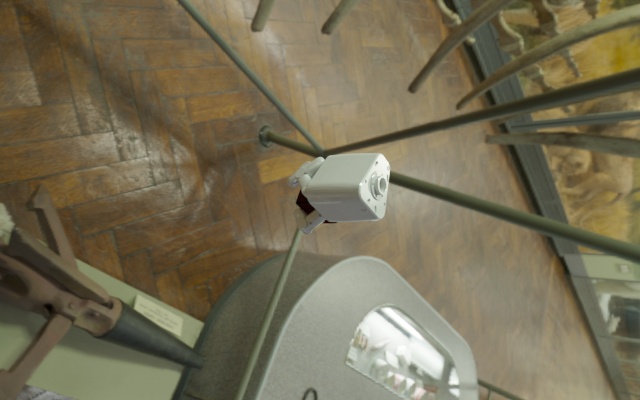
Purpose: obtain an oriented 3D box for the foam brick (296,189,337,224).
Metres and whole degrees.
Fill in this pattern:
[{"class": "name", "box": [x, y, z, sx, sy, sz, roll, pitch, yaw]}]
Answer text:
[{"class": "foam brick", "box": [0.000, 0.003, 0.899, 0.051, 0.053, 0.078, -2, -33, 36]}]
